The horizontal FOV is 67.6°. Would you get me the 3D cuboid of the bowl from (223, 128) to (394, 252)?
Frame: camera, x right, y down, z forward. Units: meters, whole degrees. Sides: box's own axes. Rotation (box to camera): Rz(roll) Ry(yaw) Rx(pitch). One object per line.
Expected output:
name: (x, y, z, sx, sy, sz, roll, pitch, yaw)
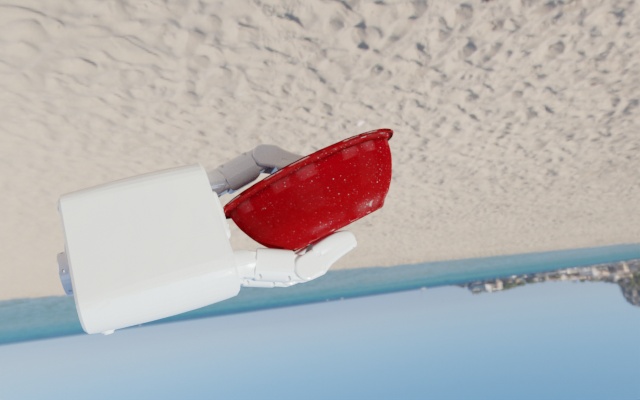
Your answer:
bowl: (0.001, 0.001, 0.403, 0.162, 0.055, 0.162, -27, -5, -2)
